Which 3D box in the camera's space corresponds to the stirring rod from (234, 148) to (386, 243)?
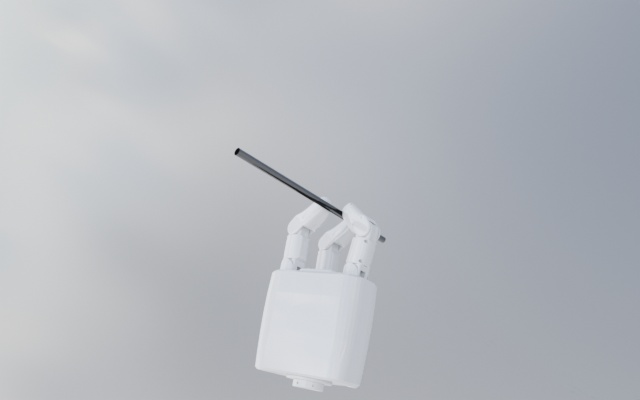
[{"bbox_3d":[0.000,0.002,0.530,0.011,0.011,0.240,0,-24,46],"label":"stirring rod"}]
